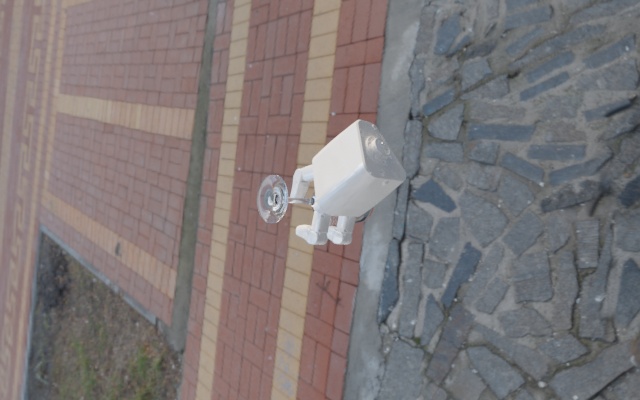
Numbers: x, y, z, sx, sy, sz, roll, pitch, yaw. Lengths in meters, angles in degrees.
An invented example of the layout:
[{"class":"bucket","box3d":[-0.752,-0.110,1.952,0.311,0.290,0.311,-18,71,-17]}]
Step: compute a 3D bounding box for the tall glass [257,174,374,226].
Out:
[{"class":"tall glass","box3d":[0.000,0.003,0.780,0.201,0.079,0.079,4,-3,-43]}]
